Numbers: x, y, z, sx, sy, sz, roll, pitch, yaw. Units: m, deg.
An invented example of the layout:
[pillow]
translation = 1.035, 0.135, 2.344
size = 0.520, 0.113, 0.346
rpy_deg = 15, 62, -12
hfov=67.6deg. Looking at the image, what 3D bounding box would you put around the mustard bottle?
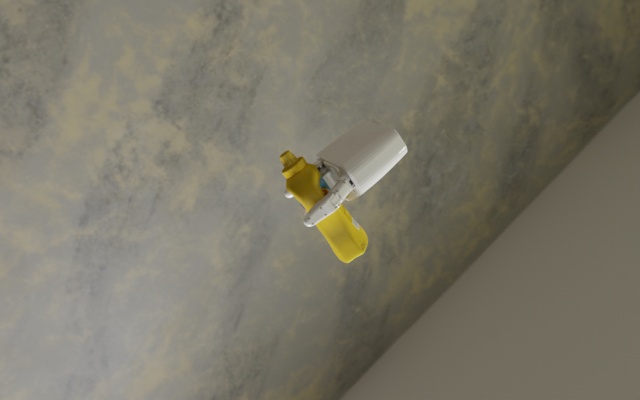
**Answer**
[mustard bottle]
translation = 0.000, 0.003, 0.748
size = 0.058, 0.192, 0.096
rpy_deg = -33, 16, 11
